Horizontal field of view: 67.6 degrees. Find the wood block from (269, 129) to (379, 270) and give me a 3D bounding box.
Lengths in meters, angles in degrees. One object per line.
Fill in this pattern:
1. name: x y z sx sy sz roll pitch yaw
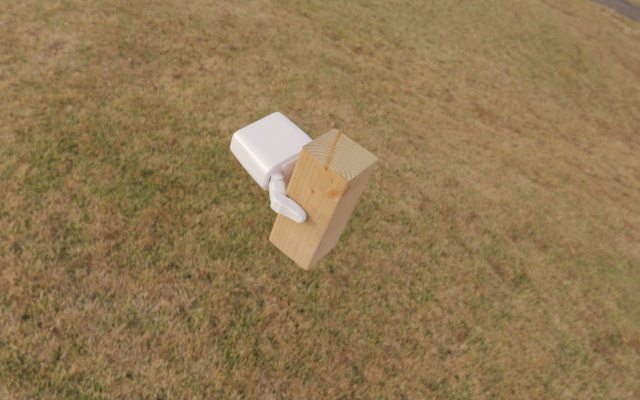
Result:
1. wood block: 0.000 0.002 0.770 0.090 0.206 0.090 37 42 16
